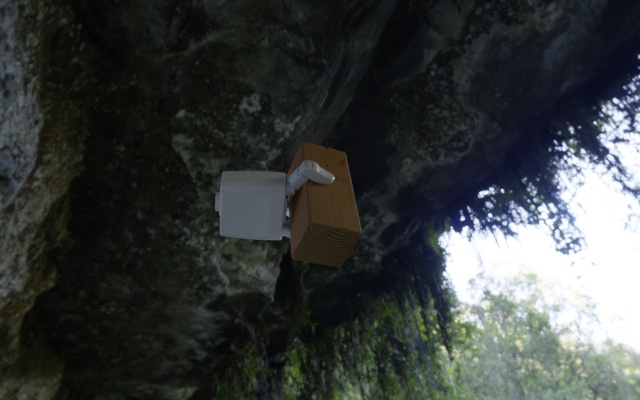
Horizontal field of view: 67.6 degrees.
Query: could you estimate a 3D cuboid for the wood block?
[{"bbox_3d":[0.000,0.002,0.827,0.090,0.091,0.206,12,41,-18],"label":"wood block"}]
